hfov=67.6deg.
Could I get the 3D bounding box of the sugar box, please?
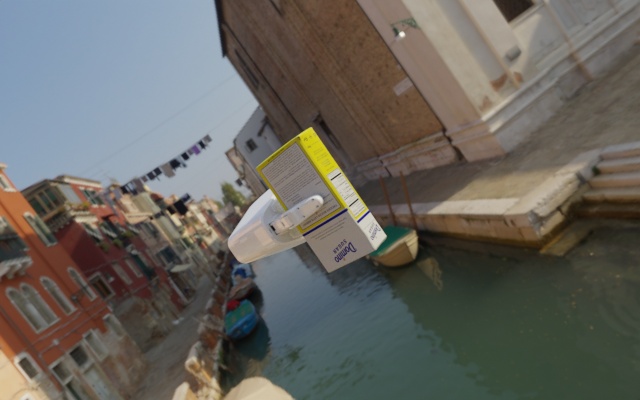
[{"bbox_3d":[0.000,0.002,0.636,0.093,0.176,0.048,-32,6,40],"label":"sugar box"}]
